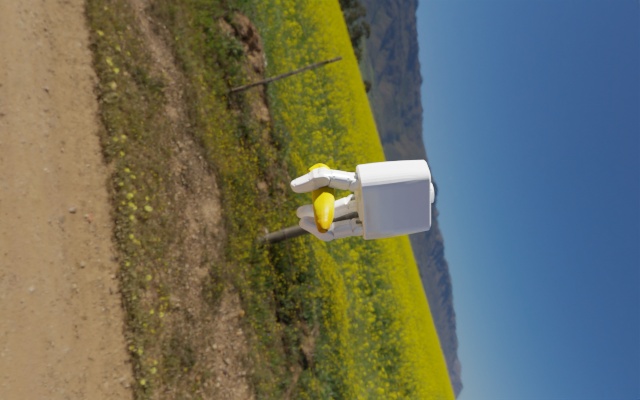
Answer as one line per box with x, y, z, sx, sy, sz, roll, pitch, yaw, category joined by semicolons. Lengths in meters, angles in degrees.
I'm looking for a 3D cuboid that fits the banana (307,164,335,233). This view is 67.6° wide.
0.001;-0.016;0.759;0.037;0.070;0.197;2;20;-7;banana
